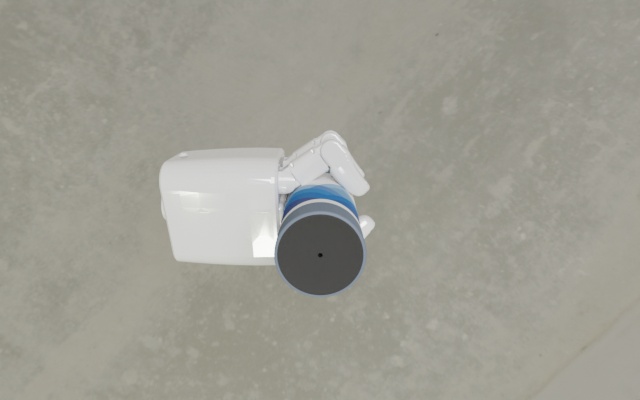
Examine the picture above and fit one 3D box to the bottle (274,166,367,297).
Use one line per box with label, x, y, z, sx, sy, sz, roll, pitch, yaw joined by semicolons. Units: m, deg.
bottle;0.000;0.002;0.482;0.069;0.069;0.295;0;15;0
